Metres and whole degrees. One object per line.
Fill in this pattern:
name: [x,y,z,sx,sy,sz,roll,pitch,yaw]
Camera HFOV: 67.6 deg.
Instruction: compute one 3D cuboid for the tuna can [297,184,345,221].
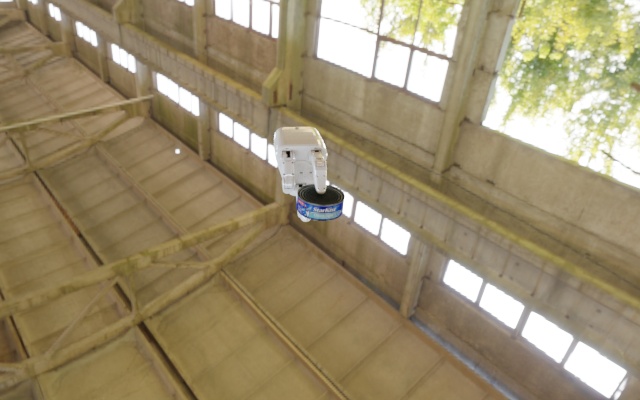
tuna can: [0.000,0.003,0.855,0.086,0.034,0.086,4,26,-2]
